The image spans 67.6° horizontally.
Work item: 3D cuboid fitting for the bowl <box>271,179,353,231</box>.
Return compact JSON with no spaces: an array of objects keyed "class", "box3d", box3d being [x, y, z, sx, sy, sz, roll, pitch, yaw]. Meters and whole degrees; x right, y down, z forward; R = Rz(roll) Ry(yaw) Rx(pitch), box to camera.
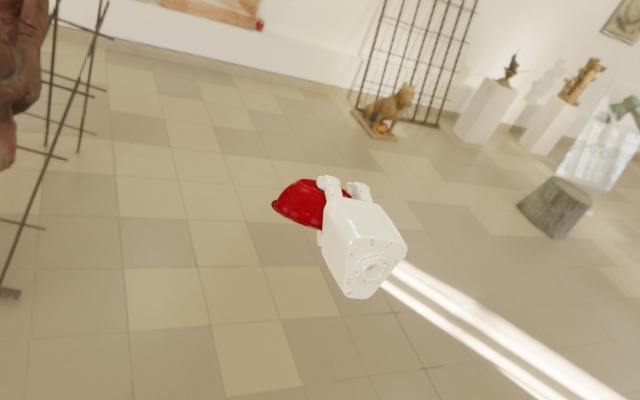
[{"class":"bowl","box3d":[0.000,0.002,0.818,0.162,0.055,0.162,15,12,-3]}]
